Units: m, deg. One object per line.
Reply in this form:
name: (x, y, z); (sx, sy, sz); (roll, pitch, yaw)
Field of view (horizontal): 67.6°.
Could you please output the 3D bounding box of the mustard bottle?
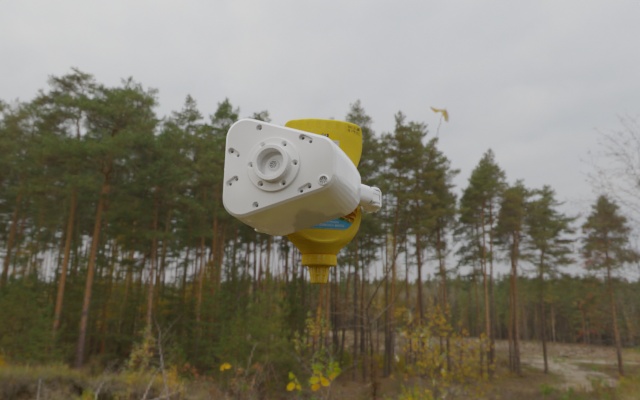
mustard bottle: (0.000, 0.002, 0.568); (0.096, 0.191, 0.058); (3, -11, -10)
